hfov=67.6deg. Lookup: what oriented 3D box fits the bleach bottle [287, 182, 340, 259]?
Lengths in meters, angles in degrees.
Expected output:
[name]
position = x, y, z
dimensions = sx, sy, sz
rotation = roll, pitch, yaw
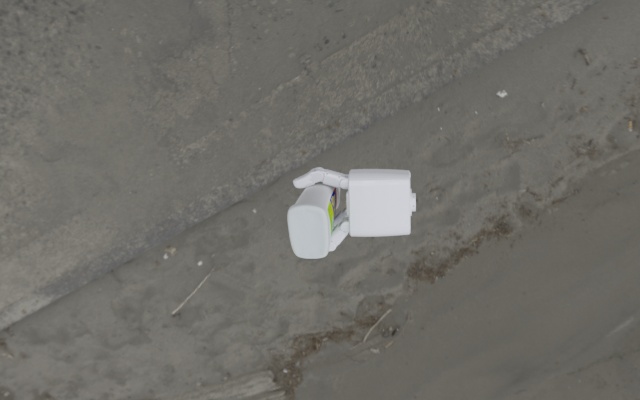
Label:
[bleach bottle]
position = 0.000, 0.003, 0.876
dimensions = 0.068, 0.103, 0.250
rotation = 0, 25, 10
